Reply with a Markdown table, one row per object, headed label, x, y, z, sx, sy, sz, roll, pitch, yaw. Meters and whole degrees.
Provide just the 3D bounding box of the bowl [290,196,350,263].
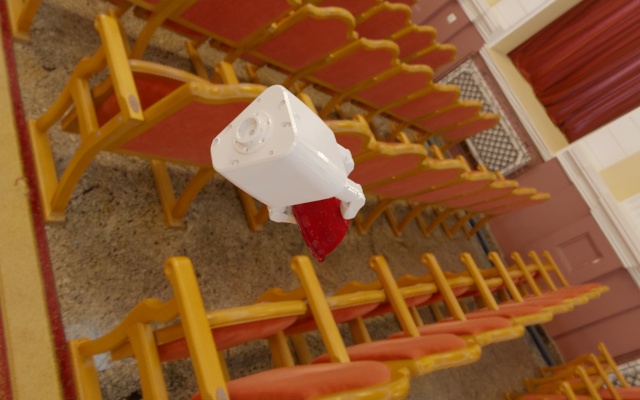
| label | x | y | z | sx | sy | sz | roll | pitch | yaw |
| --- | --- | --- | --- | --- | --- | --- | --- | --- | --- |
| bowl | 0.001 | 0.002 | 0.668 | 0.055 | 0.162 | 0.162 | -19 | -3 | 7 |
